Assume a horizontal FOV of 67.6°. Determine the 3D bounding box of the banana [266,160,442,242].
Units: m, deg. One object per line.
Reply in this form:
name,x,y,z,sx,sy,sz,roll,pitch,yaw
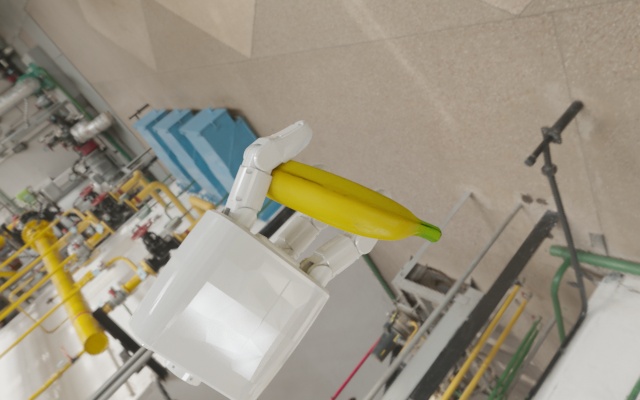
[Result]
banana,-0.005,-0.004,0.385,0.197,0.037,0.070,22,-9,32
